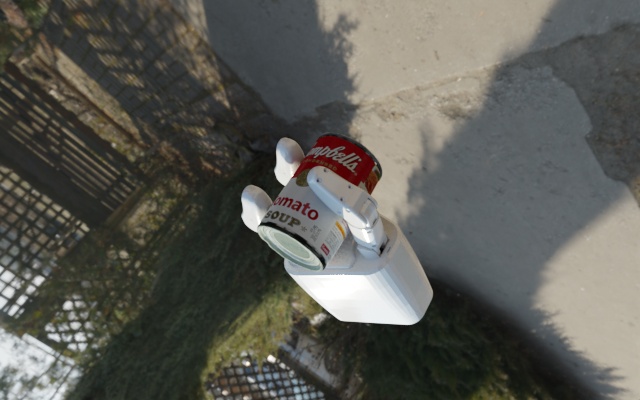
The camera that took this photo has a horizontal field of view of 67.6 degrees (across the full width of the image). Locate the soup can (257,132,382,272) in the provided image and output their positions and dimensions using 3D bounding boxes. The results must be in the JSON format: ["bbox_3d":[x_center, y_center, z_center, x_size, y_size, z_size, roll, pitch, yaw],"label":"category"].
[{"bbox_3d":[0.000,0.001,0.411,0.068,0.102,0.068,28,-23,13],"label":"soup can"}]
